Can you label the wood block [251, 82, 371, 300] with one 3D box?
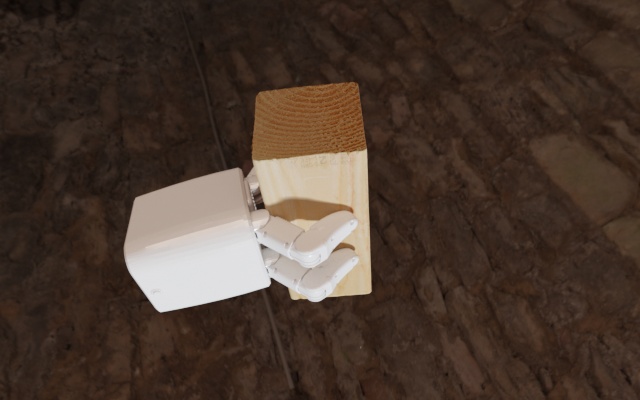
[{"bbox_3d":[0.000,0.001,0.461,0.090,0.090,0.206,-5,-41,2],"label":"wood block"}]
